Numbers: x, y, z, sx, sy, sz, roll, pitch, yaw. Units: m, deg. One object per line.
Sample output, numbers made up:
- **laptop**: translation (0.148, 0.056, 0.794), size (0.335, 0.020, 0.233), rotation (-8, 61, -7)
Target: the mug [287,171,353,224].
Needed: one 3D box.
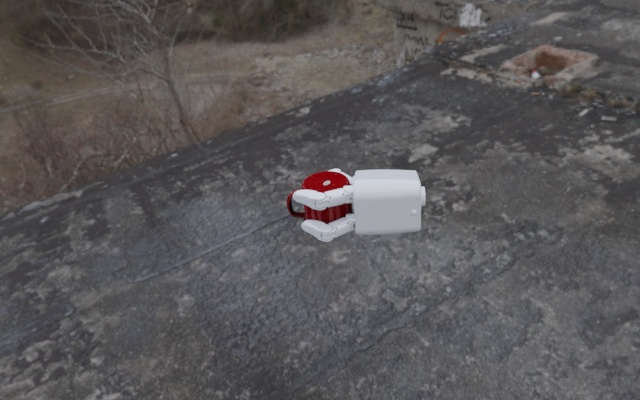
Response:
- **mug**: translation (-0.001, 0.003, 0.821), size (0.117, 0.081, 0.093), rotation (-2, 32, 7)
